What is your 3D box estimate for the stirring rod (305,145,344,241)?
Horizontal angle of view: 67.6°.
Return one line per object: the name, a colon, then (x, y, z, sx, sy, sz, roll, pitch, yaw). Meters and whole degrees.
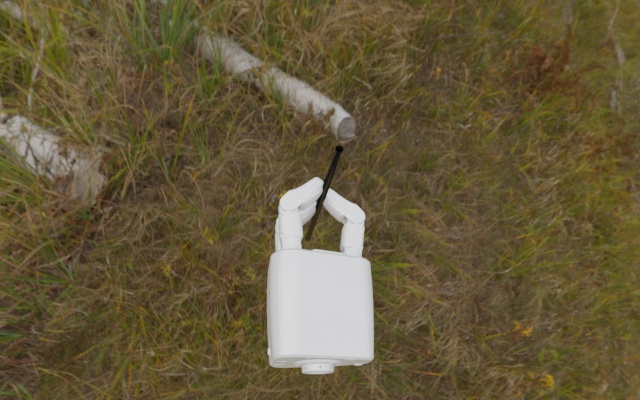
stirring rod: (0.000, 0.002, 0.565, 0.011, 0.011, 0.240, 0, -25, -10)
